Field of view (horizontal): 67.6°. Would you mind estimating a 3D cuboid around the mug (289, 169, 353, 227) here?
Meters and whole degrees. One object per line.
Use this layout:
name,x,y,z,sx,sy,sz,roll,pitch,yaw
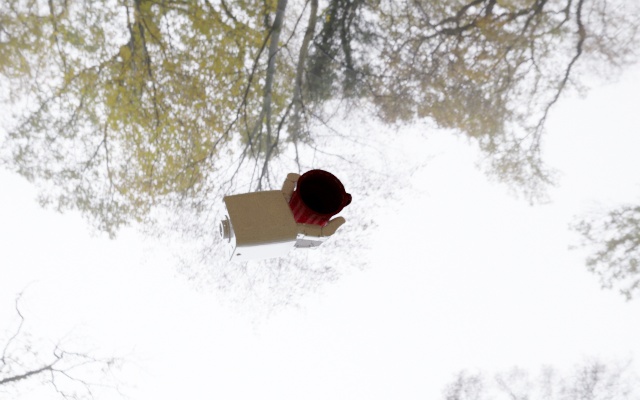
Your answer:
mug,0.001,0.003,0.853,0.117,0.093,0.081,-4,-24,-24
